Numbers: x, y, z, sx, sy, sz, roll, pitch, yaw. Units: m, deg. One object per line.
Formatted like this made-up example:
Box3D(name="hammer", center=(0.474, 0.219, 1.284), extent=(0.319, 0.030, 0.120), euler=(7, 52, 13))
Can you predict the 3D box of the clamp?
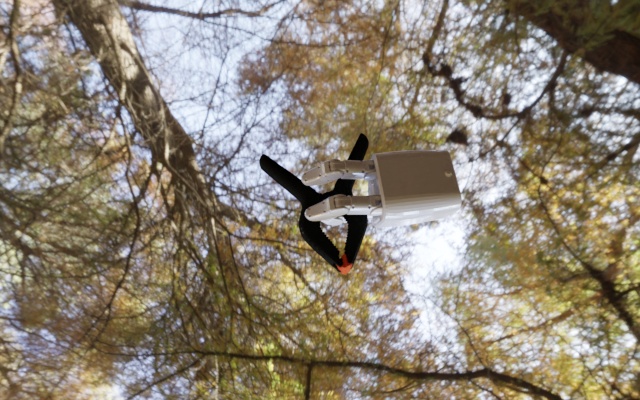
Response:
Box3D(name="clamp", center=(0.000, 0.003, 0.669), extent=(0.164, 0.209, 0.036), euler=(-7, -27, 0))
